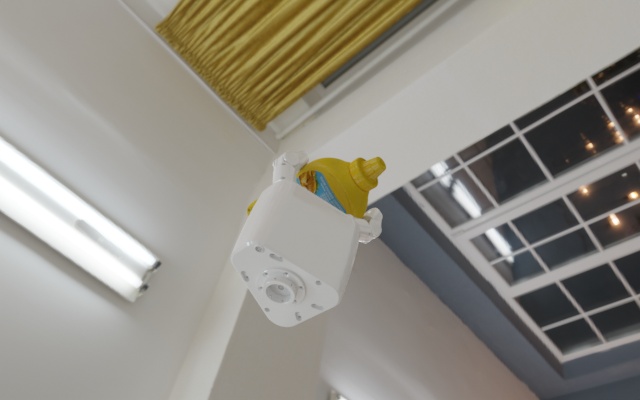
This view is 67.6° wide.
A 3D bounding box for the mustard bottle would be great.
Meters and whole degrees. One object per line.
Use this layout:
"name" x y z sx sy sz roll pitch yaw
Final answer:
"mustard bottle" 0.000 0.002 0.594 0.192 0.096 0.058 -33 -2 30
